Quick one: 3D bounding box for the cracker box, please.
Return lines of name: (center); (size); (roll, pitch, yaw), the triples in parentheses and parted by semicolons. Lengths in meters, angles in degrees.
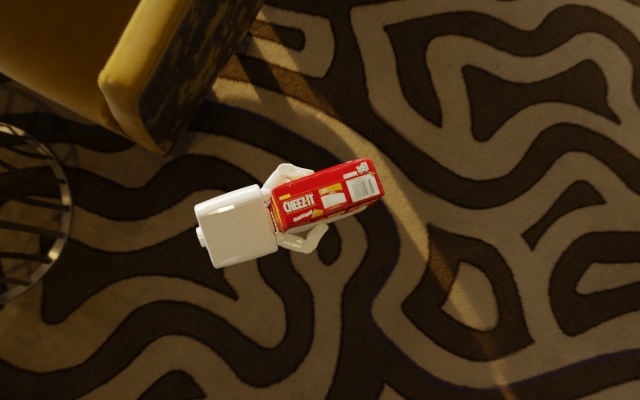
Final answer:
cracker box: (0.000, 0.003, 0.816); (0.164, 0.072, 0.214); (-19, -6, -9)
